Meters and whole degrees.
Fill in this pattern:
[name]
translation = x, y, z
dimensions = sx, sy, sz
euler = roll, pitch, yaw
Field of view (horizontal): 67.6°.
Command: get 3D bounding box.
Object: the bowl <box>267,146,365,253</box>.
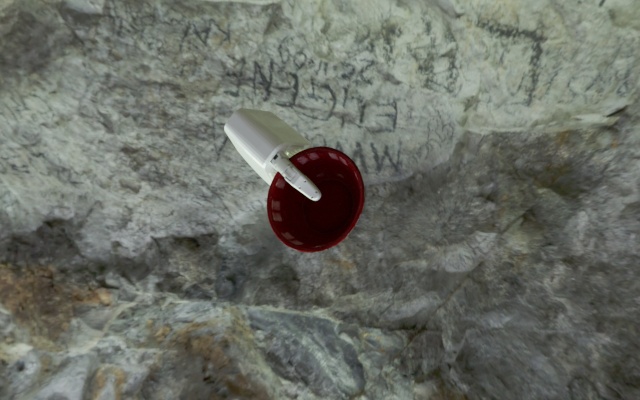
[bowl]
translation = 0.001, 0.004, 0.729
dimensions = 0.162, 0.162, 0.055
euler = 0, -13, 26
